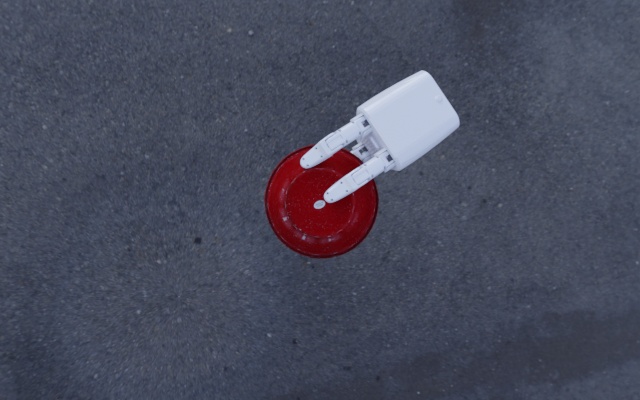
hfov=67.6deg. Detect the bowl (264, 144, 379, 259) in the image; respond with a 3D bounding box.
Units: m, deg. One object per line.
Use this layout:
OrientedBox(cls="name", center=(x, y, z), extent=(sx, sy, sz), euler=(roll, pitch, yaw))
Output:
OrientedBox(cls="bowl", center=(-0.001, 0.003, 0.648), extent=(0.162, 0.162, 0.055), euler=(0, 2, 3))
